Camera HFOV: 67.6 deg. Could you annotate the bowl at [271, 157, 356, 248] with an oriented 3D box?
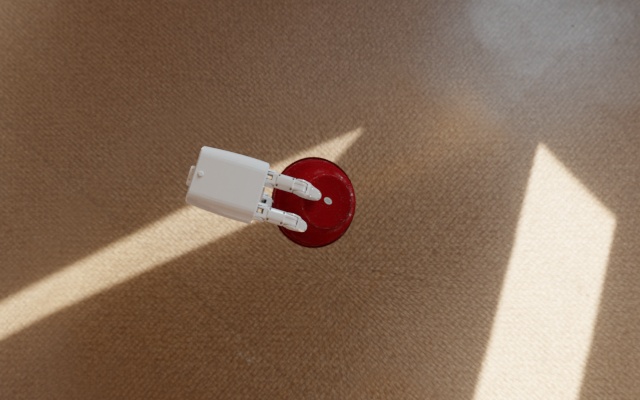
[{"bbox_3d":[0.002,0.003,0.819,0.162,0.162,0.055,0,-1,-24],"label":"bowl"}]
